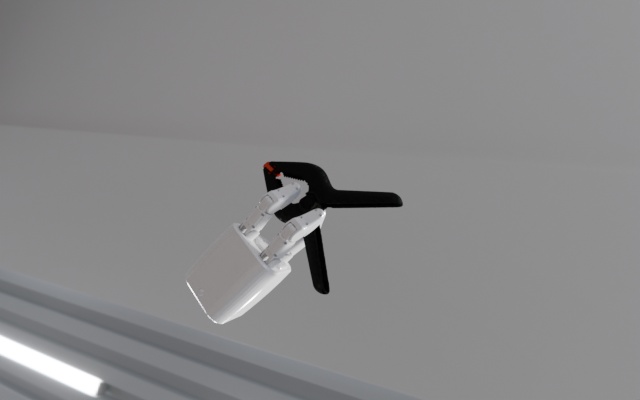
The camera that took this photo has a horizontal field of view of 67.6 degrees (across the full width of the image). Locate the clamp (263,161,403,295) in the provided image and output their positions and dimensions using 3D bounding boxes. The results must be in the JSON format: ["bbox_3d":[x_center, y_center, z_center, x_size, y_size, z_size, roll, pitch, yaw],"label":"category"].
[{"bbox_3d":[0.000,0.002,0.669,0.210,0.164,0.036,48,3,28],"label":"clamp"}]
